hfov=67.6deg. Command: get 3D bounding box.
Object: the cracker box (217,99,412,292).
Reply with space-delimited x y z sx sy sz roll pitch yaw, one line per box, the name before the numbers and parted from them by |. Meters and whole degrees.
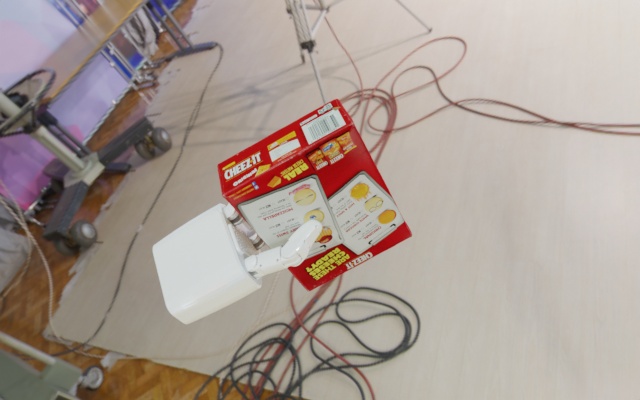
cracker box | 0.000 0.002 0.597 0.164 0.072 0.214 -29 -47 6
